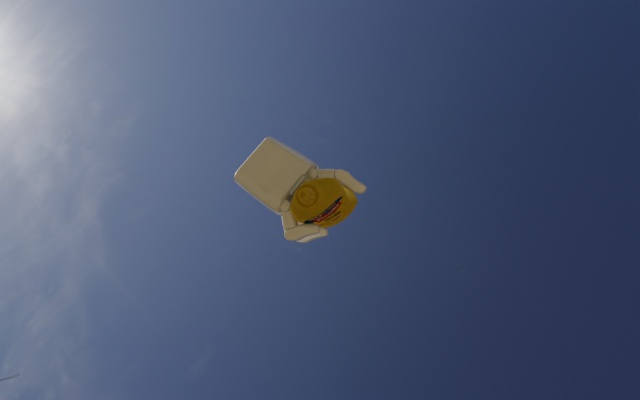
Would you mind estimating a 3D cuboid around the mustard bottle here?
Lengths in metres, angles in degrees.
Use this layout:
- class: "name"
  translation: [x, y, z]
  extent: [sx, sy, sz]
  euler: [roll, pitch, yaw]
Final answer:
- class: "mustard bottle"
  translation: [0.000, 0.003, 0.814]
  extent: [0.096, 0.058, 0.192]
  euler: [-33, -16, 10]
